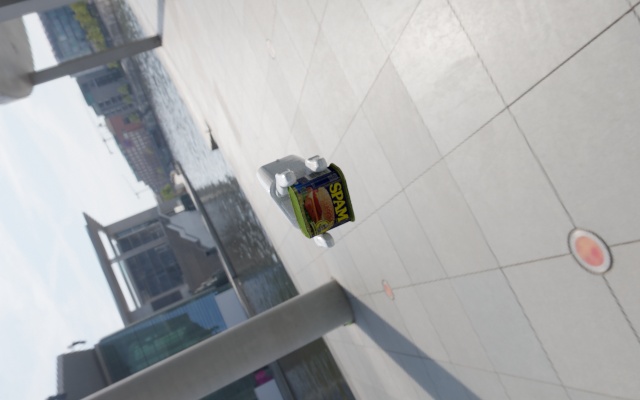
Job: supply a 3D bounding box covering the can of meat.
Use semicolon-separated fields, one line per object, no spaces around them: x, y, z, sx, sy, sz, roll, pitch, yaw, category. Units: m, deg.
0.000;0.003;0.769;0.084;0.102;0.057;-23;29;-14;can of meat
